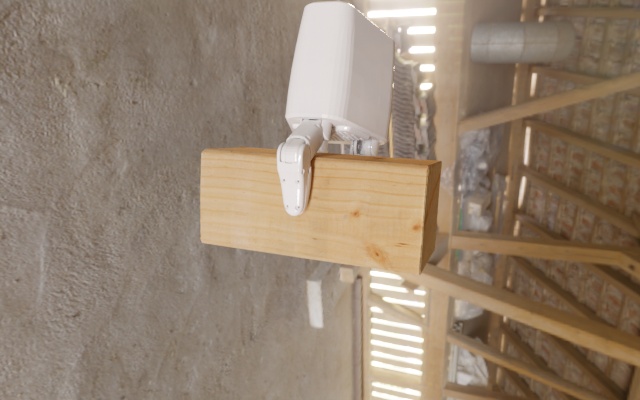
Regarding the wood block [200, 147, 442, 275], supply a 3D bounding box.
[{"bbox_3d":[0.000,0.001,0.447,0.206,0.090,0.091,6,9,20],"label":"wood block"}]
